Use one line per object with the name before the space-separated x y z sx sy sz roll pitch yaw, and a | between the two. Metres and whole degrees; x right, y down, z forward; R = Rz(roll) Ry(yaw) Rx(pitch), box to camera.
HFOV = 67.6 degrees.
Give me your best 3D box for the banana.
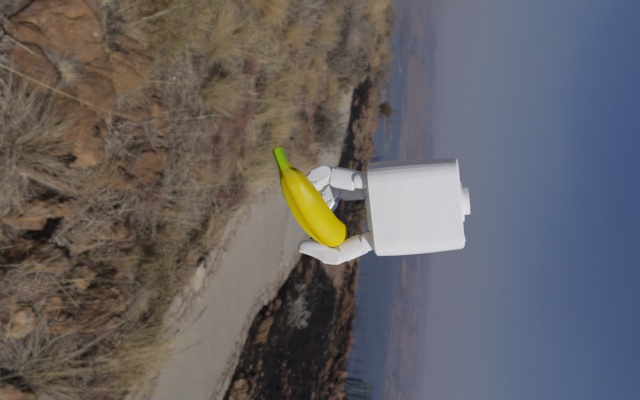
banana | 0.000 0.016 0.566 0.037 0.069 0.198 -13 -35 16
